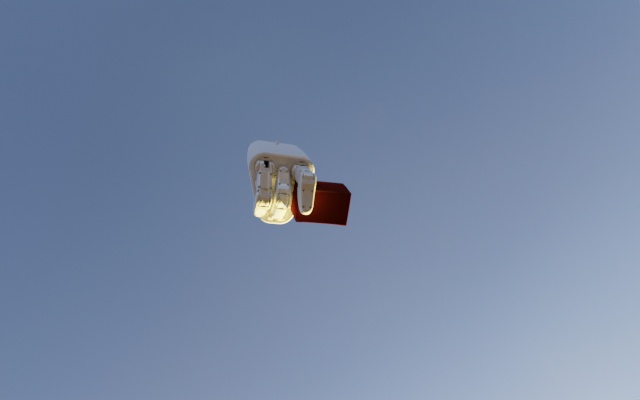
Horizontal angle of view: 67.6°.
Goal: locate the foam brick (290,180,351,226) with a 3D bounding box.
[{"bbox_3d":[0.000,0.002,0.710,0.078,0.053,0.051,6,18,-14],"label":"foam brick"}]
